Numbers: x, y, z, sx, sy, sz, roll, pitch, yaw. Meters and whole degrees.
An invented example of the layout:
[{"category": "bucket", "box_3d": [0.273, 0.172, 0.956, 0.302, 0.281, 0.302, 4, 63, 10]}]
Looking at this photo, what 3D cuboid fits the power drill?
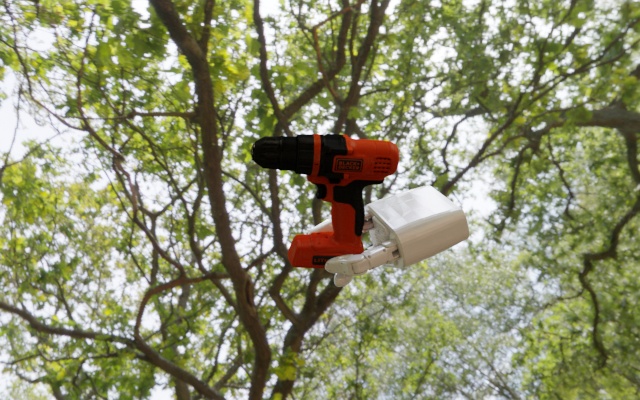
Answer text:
[{"category": "power drill", "box_3d": [0.000, 0.002, 0.627, 0.184, 0.188, 0.057, 3, 32, -6]}]
